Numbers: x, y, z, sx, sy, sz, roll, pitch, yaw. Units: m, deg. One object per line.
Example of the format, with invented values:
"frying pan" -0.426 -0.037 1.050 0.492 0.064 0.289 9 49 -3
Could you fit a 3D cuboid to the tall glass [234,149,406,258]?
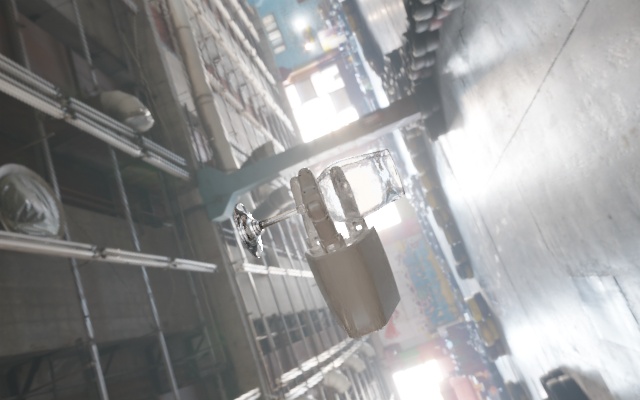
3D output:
"tall glass" -0.001 0.002 0.590 0.201 0.079 0.079 -22 -3 7
